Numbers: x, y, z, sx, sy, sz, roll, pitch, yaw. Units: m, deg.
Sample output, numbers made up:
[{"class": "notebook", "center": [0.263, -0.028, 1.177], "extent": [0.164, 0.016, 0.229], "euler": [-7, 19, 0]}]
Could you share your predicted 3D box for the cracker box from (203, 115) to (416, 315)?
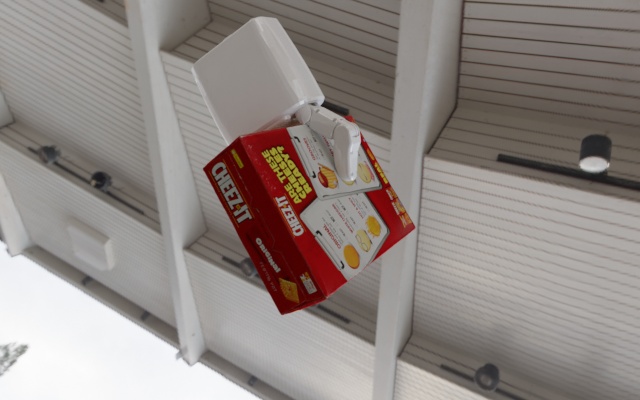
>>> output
[{"class": "cracker box", "center": [0.000, 0.002, 0.518], "extent": [0.072, 0.164, 0.213], "euler": [-31, -4, 35]}]
